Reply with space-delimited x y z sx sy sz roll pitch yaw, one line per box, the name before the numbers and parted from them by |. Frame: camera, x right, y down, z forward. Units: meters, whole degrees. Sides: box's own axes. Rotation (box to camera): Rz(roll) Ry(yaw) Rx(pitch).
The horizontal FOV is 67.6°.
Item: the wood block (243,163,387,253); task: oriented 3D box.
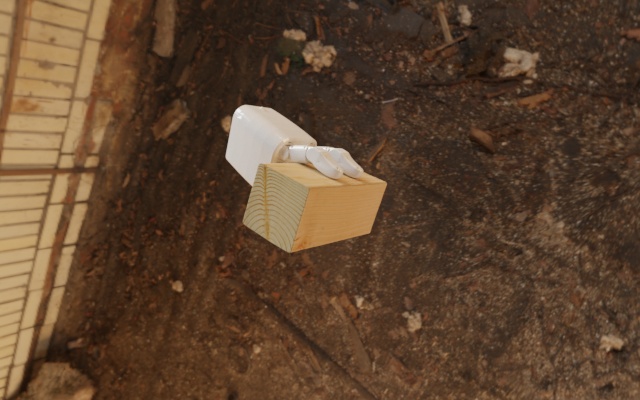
wood block | 0.000 0.002 0.688 0.090 0.091 0.206 28 19 30
